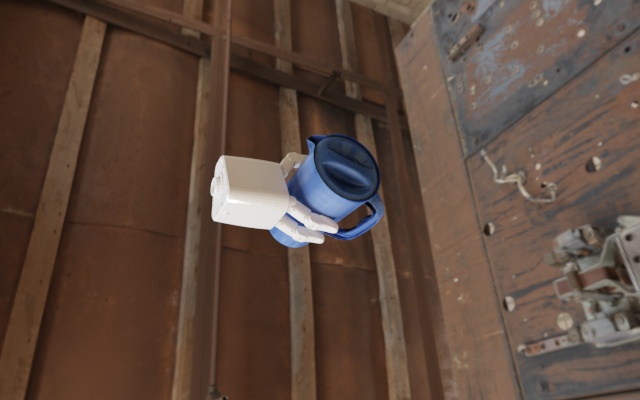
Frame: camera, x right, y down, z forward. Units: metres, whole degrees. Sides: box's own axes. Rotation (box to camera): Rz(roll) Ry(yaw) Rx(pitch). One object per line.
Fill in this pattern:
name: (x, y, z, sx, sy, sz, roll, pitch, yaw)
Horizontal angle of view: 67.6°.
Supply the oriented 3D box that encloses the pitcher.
pitcher: (0.000, 0.003, 0.888, 0.145, 0.149, 0.243, 8, -31, -28)
